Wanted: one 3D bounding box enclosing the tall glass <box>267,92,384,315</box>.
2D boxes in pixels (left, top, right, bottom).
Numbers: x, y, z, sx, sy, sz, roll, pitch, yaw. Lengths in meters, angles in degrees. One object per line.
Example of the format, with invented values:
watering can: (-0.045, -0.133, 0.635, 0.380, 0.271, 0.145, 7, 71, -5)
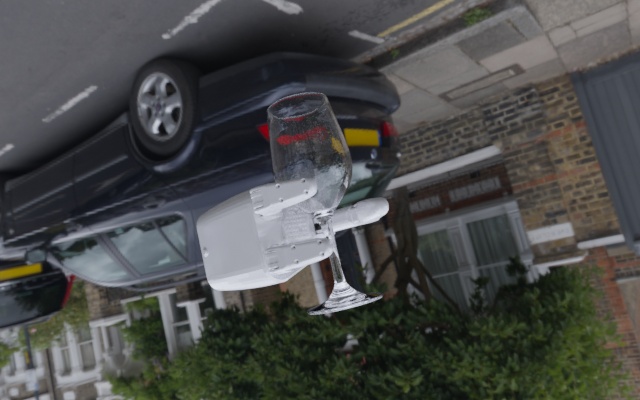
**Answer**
tall glass: (0.000, 0.002, 0.460, 0.079, 0.201, 0.079, -13, -6, -2)
